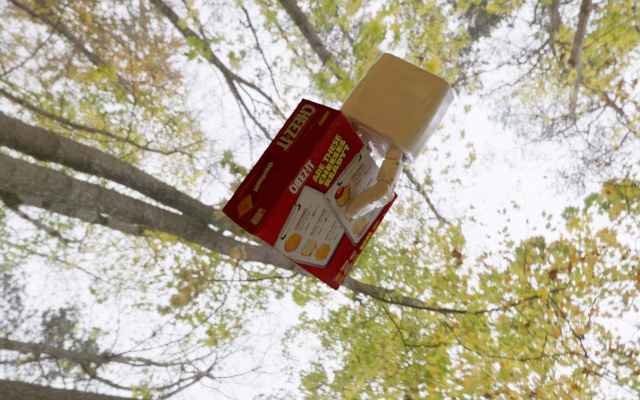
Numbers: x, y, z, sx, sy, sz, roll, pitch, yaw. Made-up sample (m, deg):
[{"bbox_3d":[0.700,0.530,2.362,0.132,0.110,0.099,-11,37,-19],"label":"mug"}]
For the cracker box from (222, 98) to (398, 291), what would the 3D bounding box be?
[{"bbox_3d":[0.000,0.002,0.601,0.072,0.164,0.214,28,-10,36],"label":"cracker box"}]
